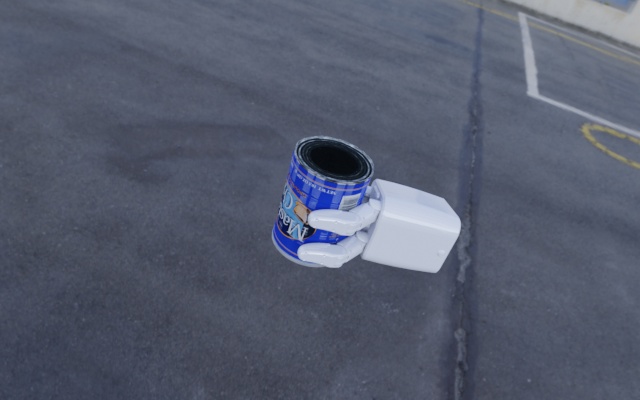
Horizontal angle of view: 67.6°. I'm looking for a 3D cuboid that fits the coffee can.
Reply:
[{"bbox_3d":[0.000,0.002,0.624,0.103,0.140,0.102,12,36,-9],"label":"coffee can"}]
